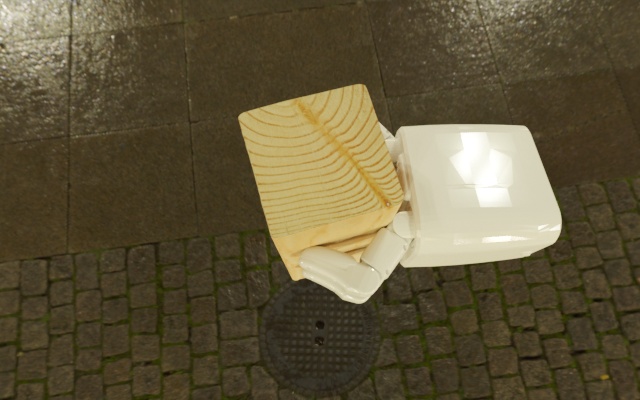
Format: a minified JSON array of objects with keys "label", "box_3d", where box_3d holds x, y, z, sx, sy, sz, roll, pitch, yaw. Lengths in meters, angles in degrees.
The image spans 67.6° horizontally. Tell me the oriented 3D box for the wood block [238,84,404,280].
[{"label":"wood block","box_3d":[0.000,0.001,0.405,0.090,0.090,0.206,-15,-16,-4]}]
